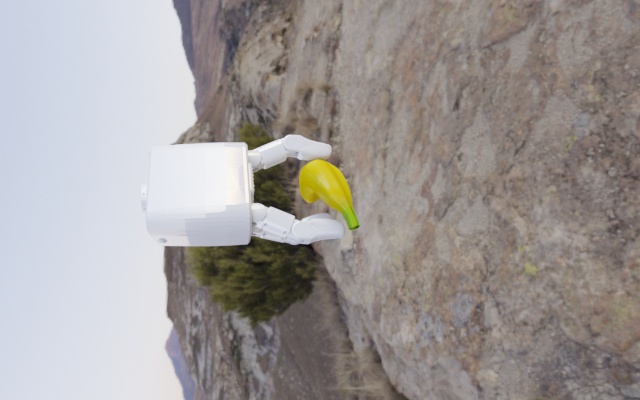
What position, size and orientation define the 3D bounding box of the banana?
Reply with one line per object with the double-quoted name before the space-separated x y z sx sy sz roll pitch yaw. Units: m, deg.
"banana" -0.001 -0.016 0.573 0.037 0.069 0.197 -9 11 -12
